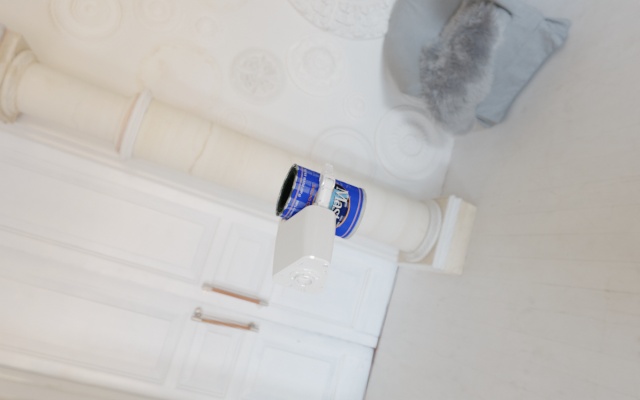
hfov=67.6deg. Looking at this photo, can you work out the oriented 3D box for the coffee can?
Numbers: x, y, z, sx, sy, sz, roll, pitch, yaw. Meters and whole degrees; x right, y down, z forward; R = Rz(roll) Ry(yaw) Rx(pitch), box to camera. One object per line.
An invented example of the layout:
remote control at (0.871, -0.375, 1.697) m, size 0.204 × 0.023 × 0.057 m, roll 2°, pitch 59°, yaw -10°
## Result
coffee can at (0.000, 0.003, 0.886) m, size 0.140 × 0.103 × 0.103 m, roll 20°, pitch -6°, yaw -15°
